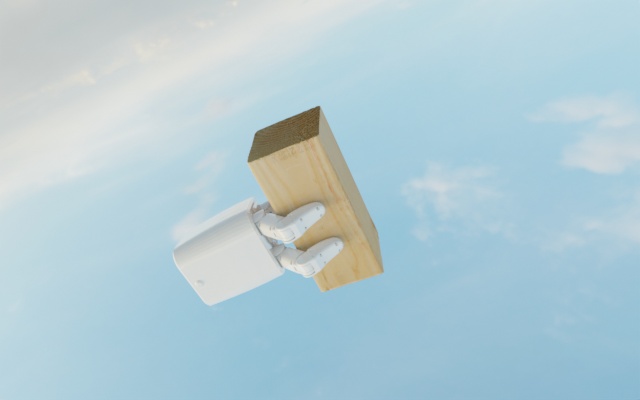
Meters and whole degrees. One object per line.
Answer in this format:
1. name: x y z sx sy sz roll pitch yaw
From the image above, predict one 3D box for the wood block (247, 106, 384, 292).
1. wood block: 0.000 0.002 0.597 0.090 0.206 0.090 -20 30 12
